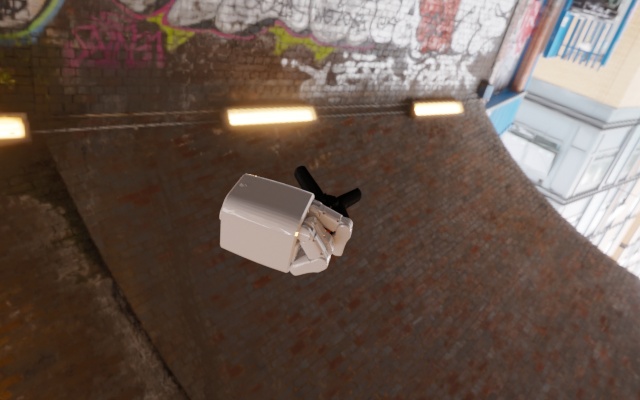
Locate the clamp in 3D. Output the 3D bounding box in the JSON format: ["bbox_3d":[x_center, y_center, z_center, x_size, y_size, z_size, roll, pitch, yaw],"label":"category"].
[{"bbox_3d":[0.000,0.003,0.751,0.120,0.039,0.171,21,28,1],"label":"clamp"}]
